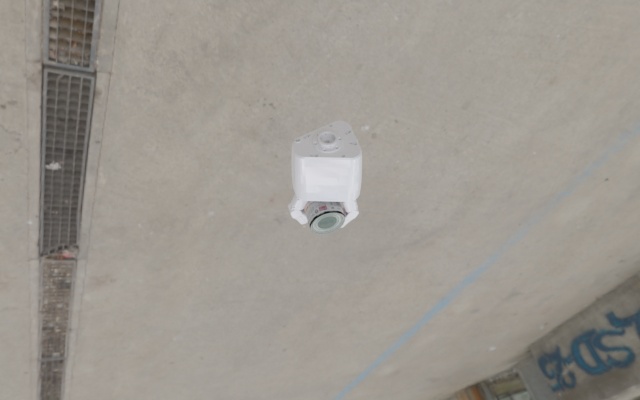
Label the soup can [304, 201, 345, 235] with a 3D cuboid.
[{"bbox_3d":[0.000,0.003,0.878,0.068,0.102,0.069,-12,-37,-9],"label":"soup can"}]
